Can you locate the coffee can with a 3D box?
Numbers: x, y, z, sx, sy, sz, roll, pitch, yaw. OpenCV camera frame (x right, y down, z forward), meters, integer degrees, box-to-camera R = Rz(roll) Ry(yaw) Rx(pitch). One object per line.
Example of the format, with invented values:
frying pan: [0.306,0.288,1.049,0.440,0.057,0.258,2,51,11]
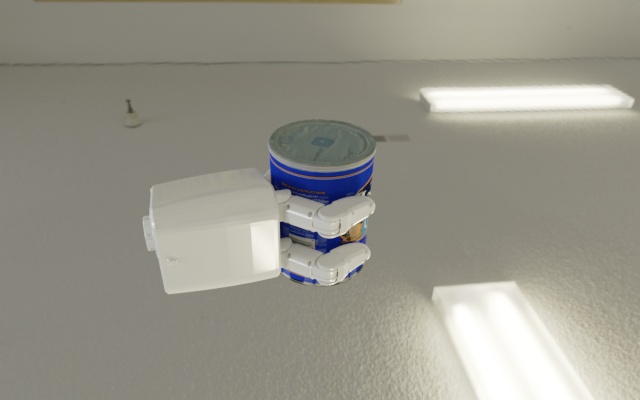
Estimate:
coffee can: [0.000,0.001,0.489,0.103,0.140,0.102,1,32,-1]
